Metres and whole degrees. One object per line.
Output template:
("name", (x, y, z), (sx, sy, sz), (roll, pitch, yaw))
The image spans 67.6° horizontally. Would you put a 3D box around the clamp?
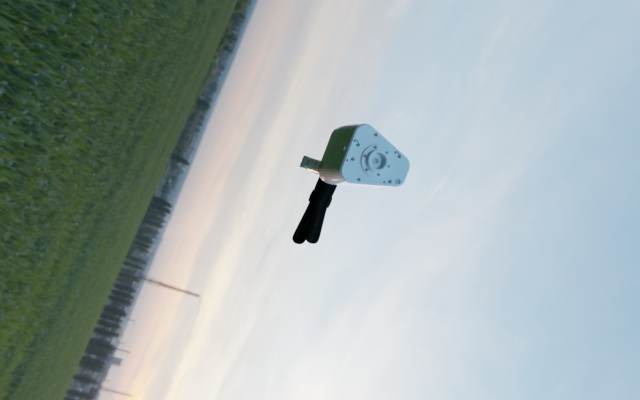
("clamp", (0.001, 0.003, 0.824), (0.039, 0.171, 0.120), (22, -2, -18))
